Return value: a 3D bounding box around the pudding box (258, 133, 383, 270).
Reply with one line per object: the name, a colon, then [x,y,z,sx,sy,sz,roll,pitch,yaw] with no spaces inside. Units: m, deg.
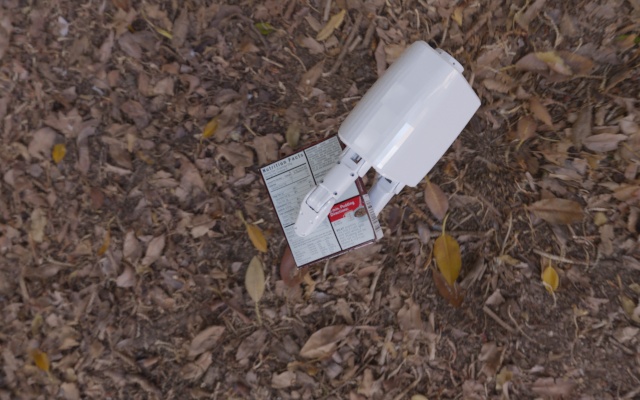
pudding box: [0.000,0.002,0.477,0.090,0.113,0.039,-22,-4,15]
